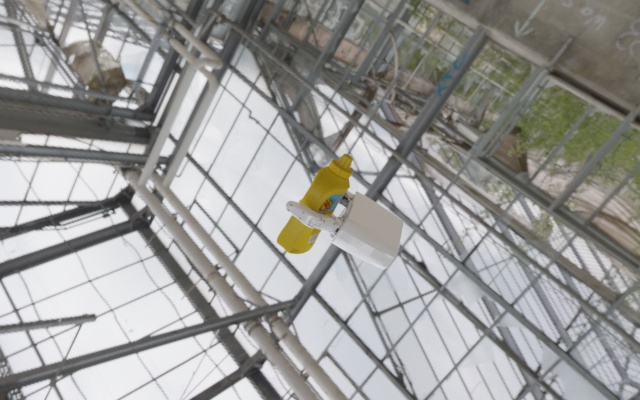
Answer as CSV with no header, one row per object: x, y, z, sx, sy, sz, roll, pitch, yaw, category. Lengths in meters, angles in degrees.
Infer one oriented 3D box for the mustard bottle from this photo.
0.000,0.003,0.826,0.058,0.192,0.096,39,22,18,mustard bottle
